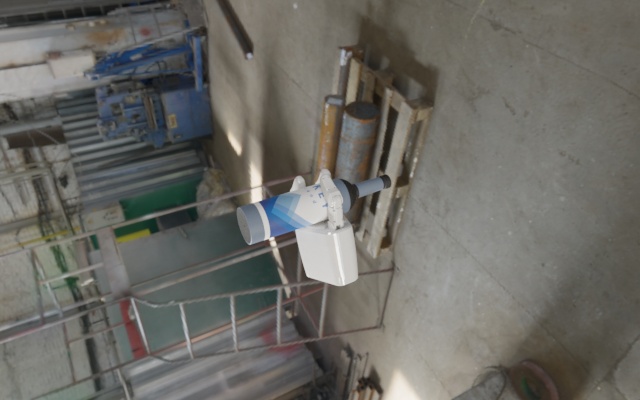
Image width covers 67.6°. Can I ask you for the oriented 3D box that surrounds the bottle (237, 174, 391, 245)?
[{"bbox_3d":[0.000,0.003,0.861,0.295,0.069,0.069,-17,7,-23],"label":"bottle"}]
